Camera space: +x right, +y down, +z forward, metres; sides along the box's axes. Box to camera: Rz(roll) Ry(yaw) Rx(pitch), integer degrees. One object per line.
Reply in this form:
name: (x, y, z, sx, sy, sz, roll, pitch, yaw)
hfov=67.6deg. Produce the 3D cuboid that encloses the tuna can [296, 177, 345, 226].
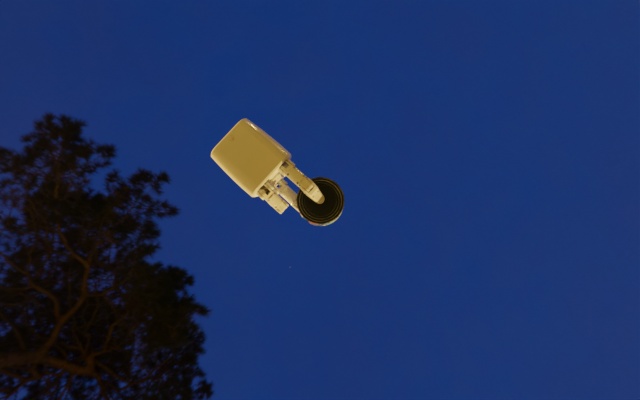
tuna can: (0.000, 0.003, 0.863, 0.086, 0.086, 0.034, 0, -11, 1)
